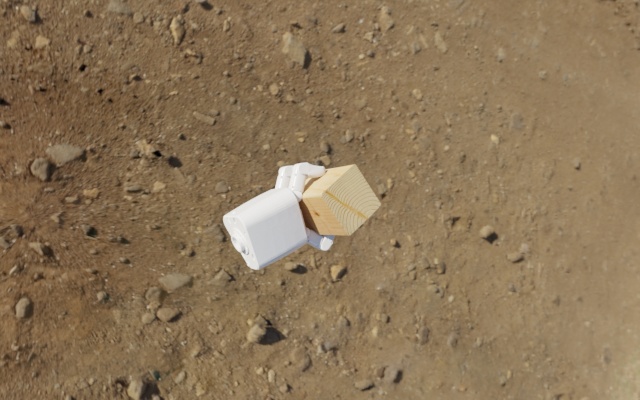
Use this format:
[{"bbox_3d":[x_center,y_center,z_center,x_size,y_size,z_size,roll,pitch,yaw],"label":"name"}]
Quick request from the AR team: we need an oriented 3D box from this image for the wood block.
[{"bbox_3d":[0.000,0.003,0.881,0.090,0.091,0.206,-42,19,-25],"label":"wood block"}]
